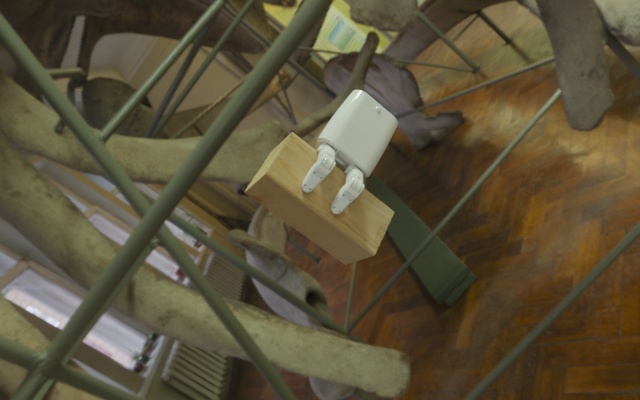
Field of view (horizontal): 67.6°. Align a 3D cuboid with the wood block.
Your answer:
[{"bbox_3d":[0.000,0.002,0.749,0.206,0.090,0.091,37,-30,-14],"label":"wood block"}]
